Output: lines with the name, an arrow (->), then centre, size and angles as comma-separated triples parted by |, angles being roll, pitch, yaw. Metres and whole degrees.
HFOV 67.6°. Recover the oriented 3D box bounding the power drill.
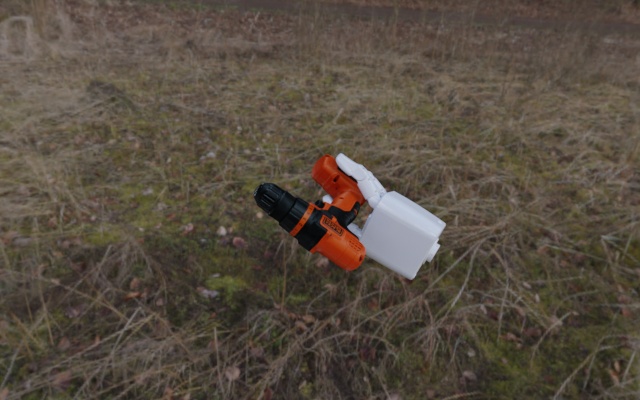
power drill -> 0.000, 0.002, 0.740 | 0.057, 0.184, 0.187 | -47, 9, 35
